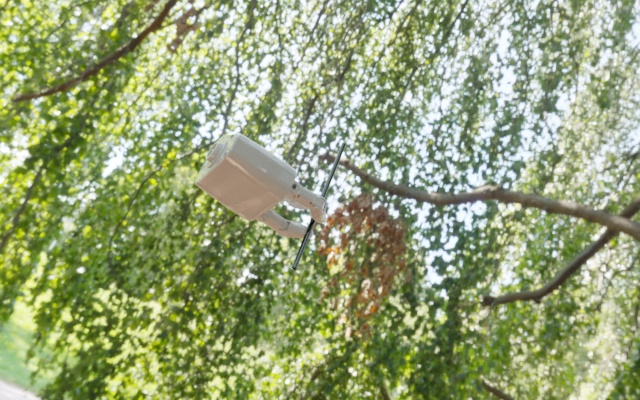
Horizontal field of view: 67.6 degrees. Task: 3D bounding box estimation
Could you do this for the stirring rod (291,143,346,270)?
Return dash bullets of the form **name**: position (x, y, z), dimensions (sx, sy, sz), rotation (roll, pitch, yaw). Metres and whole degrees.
- **stirring rod**: position (0.000, 0.003, 0.774), dimensions (0.011, 0.239, 0.011), rotation (17, -27, 9)
